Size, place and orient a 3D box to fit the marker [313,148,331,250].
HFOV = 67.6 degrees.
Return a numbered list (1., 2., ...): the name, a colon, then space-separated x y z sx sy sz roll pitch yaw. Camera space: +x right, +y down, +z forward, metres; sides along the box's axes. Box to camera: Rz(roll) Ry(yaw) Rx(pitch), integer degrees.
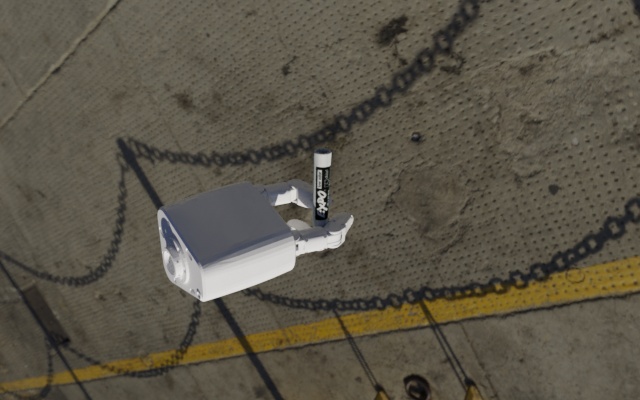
1. marker: 0.000 0.002 0.531 0.020 0.121 0.020 2 26 -1
